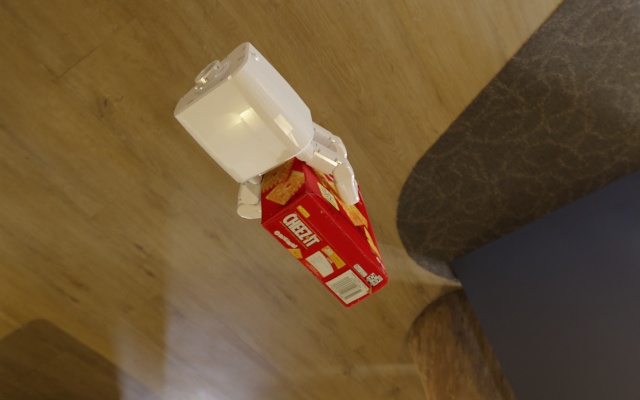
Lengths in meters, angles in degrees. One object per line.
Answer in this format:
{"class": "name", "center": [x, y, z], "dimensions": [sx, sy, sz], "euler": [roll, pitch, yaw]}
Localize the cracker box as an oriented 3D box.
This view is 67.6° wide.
{"class": "cracker box", "center": [0.000, 0.002, 0.602], "dimensions": [0.072, 0.164, 0.213], "euler": [-33, 31, 15]}
